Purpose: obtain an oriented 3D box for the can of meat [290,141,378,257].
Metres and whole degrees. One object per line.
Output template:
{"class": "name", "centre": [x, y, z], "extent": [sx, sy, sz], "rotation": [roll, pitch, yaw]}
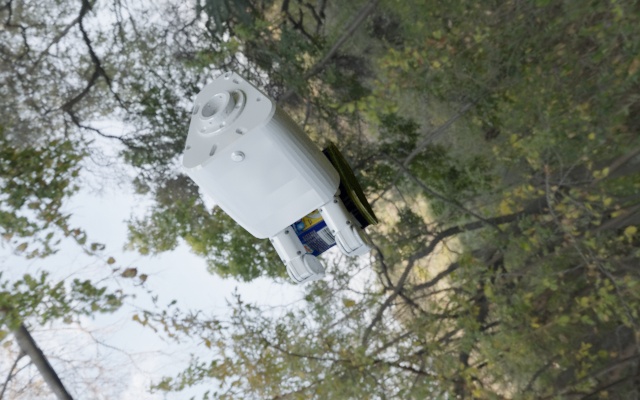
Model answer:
{"class": "can of meat", "centre": [0.000, 0.002, 0.499], "extent": [0.084, 0.102, 0.057], "rotation": [-32, -41, 10]}
